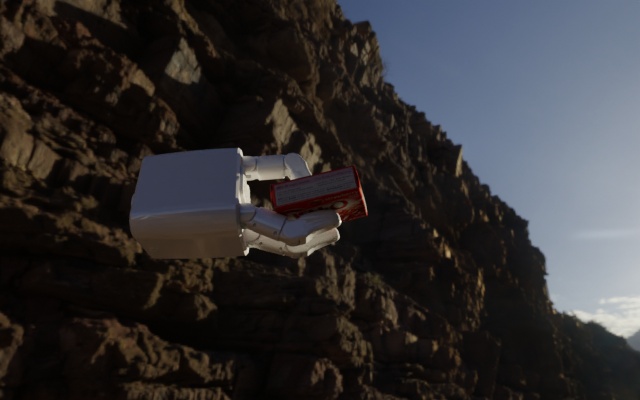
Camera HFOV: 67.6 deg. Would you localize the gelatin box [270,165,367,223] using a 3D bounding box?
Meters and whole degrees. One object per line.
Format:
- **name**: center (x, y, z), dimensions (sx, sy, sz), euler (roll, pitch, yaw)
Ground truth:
- **gelatin box**: center (0.000, 0.001, 0.495), dimensions (0.089, 0.030, 0.073), euler (-14, -26, 6)
